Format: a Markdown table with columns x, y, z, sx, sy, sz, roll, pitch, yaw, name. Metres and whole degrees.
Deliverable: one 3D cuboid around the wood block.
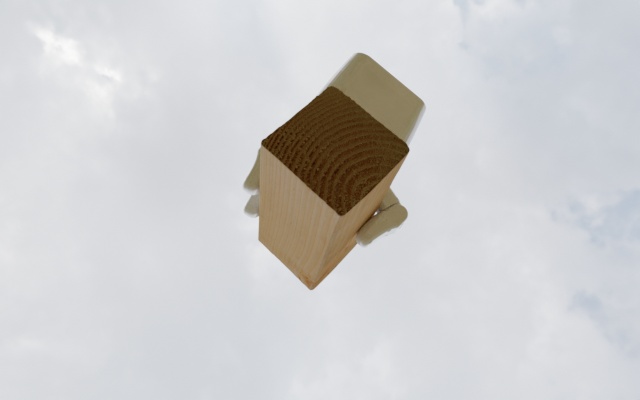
| x | y | z | sx | sy | sz | roll | pitch | yaw | name |
| --- | --- | --- | --- | --- | --- | --- | --- | --- | --- |
| 0.001 | 0.002 | 0.470 | 0.090 | 0.091 | 0.206 | -43 | -14 | -23 | wood block |
